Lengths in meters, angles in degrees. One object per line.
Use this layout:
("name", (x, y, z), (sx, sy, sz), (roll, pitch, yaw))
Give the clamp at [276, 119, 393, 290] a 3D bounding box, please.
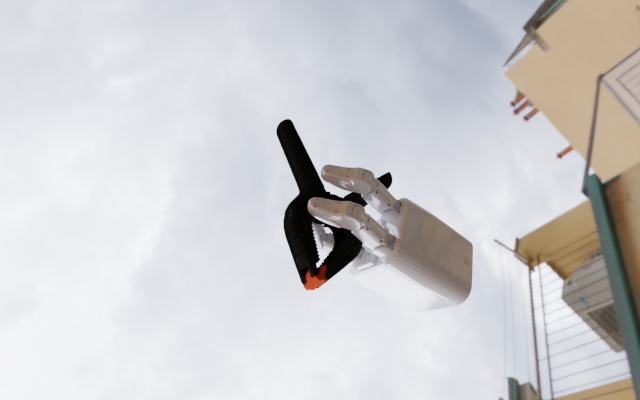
("clamp", (0.000, 0.003, 0.543), (0.164, 0.209, 0.036), (30, -44, -11))
